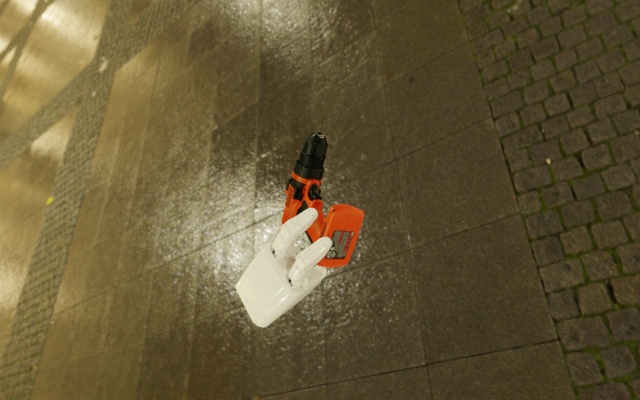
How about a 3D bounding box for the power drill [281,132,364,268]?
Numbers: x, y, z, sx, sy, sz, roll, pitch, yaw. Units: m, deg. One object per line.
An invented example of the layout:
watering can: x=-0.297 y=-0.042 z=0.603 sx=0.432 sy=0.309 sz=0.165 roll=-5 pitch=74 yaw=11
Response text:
power drill: x=0.000 y=0.003 z=0.760 sx=0.057 sy=0.184 sz=0.187 roll=3 pitch=26 yaw=-25
